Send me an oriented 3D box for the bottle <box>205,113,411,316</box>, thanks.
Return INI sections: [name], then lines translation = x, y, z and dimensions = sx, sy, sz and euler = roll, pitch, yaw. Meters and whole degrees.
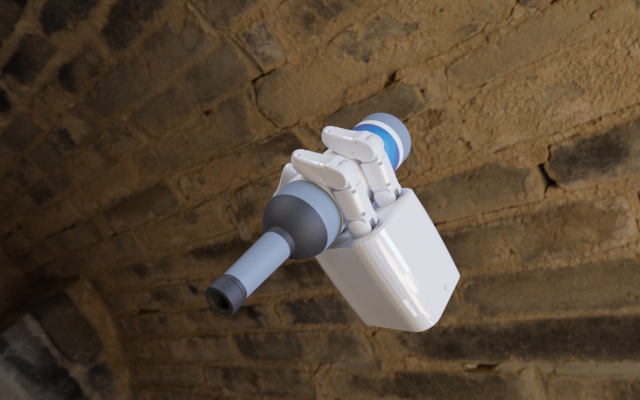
[bottle]
translation = 0.000, 0.001, 0.451
dimensions = 0.069, 0.069, 0.295
euler = 0, 29, 35
